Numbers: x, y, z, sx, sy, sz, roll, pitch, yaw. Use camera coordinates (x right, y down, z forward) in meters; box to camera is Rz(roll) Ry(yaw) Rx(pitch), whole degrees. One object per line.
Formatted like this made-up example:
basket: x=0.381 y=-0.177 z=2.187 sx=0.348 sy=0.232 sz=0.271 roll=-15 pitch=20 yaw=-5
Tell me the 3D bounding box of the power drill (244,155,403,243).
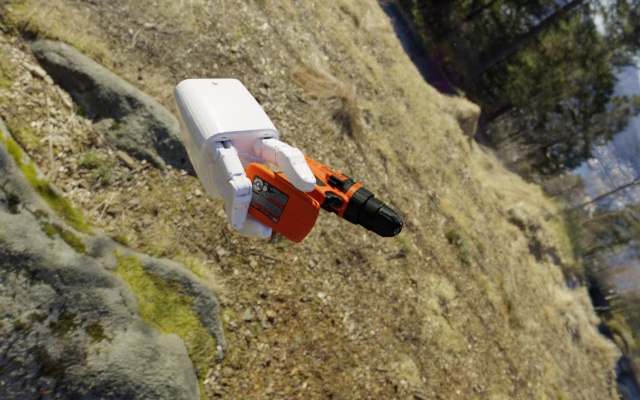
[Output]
power drill: x=0.000 y=0.002 z=0.593 sx=0.184 sy=0.057 sz=0.187 roll=30 pitch=16 yaw=21
